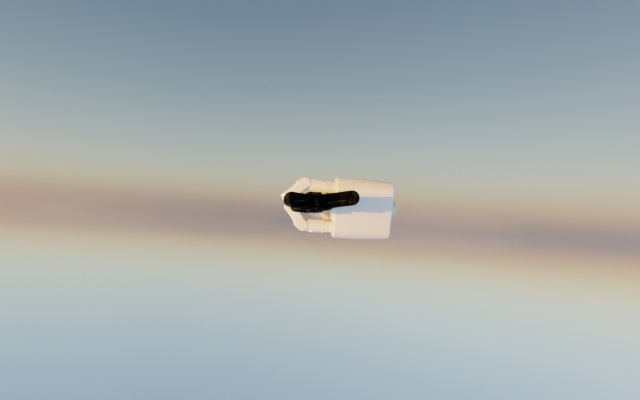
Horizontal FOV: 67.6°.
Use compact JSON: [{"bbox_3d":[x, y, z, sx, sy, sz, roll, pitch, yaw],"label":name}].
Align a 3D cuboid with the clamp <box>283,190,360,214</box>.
[{"bbox_3d":[0.000,0.003,0.815,0.120,0.039,0.171,4,-3,-2],"label":"clamp"}]
